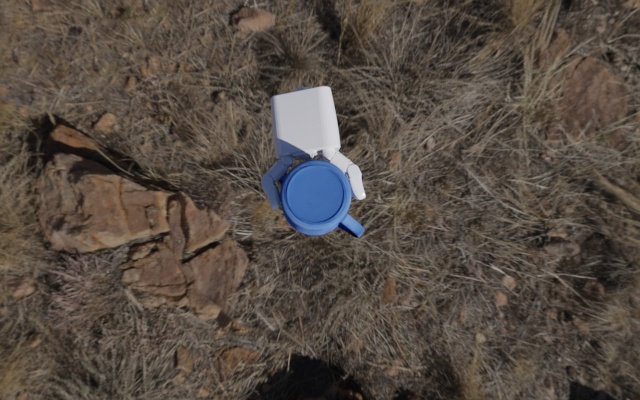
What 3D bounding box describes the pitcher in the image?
[{"bbox_3d":[0.000,0.003,0.829,0.149,0.145,0.243,-7,-2,-1],"label":"pitcher"}]
